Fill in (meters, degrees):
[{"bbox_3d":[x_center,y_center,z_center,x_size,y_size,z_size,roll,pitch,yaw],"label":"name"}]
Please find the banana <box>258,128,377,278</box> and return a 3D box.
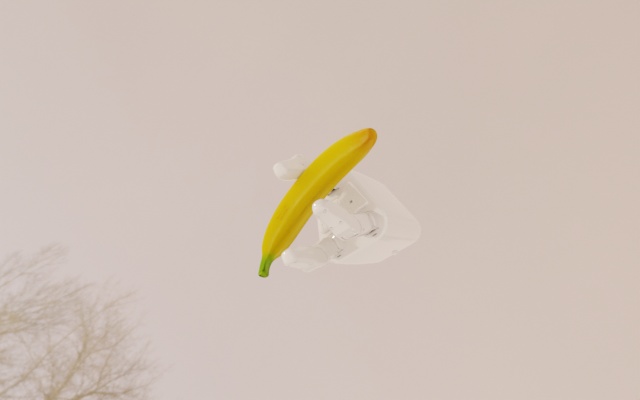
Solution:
[{"bbox_3d":[-0.008,-0.004,0.527,0.037,0.198,0.069,29,14,-32],"label":"banana"}]
